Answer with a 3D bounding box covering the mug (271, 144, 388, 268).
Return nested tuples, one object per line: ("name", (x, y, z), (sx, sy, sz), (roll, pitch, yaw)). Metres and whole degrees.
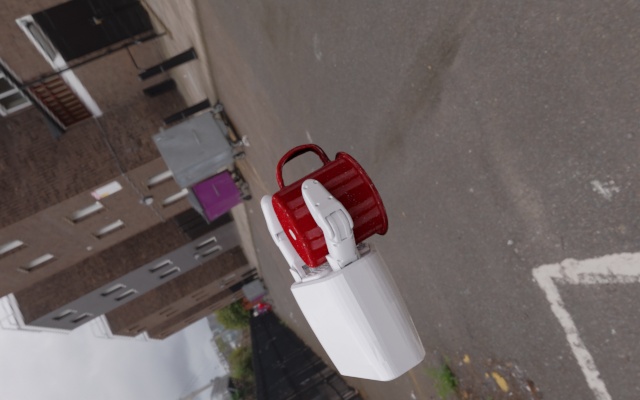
("mug", (-0.001, 0.000, 0.461), (0.081, 0.117, 0.093), (-29, 0, -13))
